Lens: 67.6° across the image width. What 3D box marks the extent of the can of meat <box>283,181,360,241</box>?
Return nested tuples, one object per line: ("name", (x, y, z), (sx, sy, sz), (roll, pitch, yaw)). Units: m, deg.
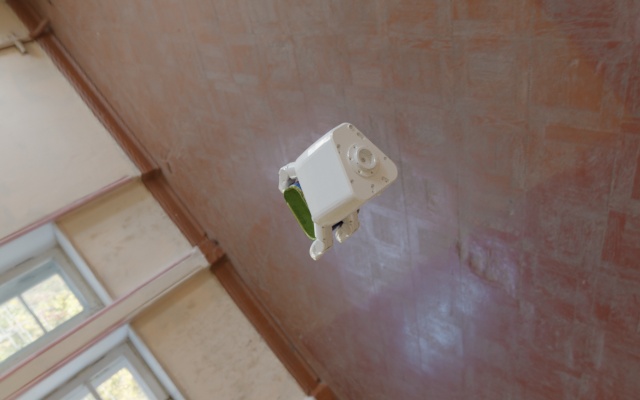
("can of meat", (0.000, 0.003, 0.767), (0.084, 0.102, 0.057), (-35, 4, -35))
